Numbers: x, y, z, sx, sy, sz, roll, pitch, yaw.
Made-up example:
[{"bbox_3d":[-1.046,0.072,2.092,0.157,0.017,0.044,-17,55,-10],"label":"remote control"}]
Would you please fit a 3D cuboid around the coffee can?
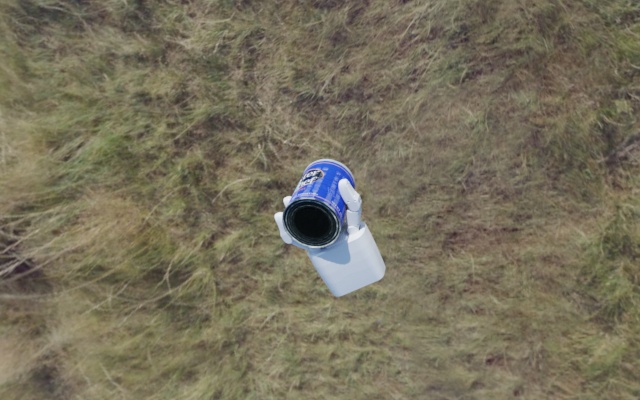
[{"bbox_3d":[0.000,0.003,0.854,0.103,0.103,0.140,0,32,16],"label":"coffee can"}]
